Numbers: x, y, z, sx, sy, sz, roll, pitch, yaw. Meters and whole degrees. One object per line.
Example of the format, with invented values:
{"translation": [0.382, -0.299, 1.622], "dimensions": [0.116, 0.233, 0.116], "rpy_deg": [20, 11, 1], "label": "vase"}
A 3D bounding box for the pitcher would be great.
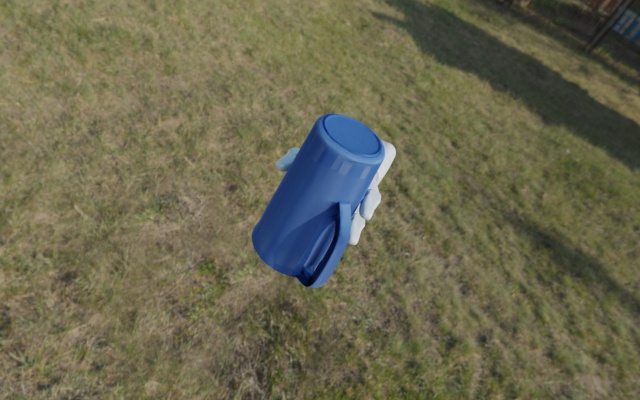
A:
{"translation": [0.000, 0.002, 0.716], "dimensions": [0.149, 0.243, 0.145], "rpy_deg": [34, 36, 6], "label": "pitcher"}
